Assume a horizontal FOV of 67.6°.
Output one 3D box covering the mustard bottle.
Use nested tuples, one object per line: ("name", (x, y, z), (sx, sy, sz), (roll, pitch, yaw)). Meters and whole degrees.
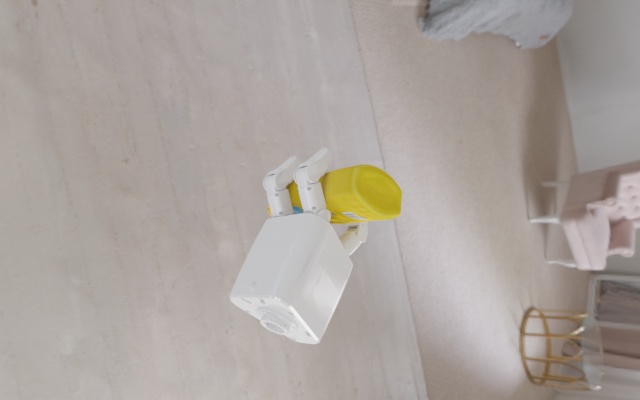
("mustard bottle", (0.000, 0.002, 0.603), (0.191, 0.058, 0.096), (-10, -22, 43))
